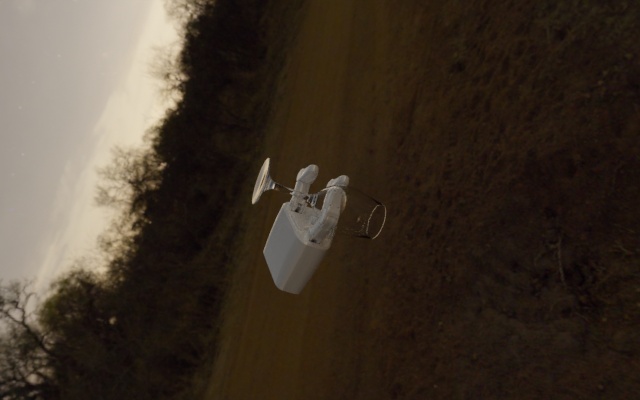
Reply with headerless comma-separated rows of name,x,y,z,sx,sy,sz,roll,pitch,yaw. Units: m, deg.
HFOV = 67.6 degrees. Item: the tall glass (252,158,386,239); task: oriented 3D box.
tall glass,0.000,0.002,0.746,0.201,0.079,0.079,19,-6,-16
